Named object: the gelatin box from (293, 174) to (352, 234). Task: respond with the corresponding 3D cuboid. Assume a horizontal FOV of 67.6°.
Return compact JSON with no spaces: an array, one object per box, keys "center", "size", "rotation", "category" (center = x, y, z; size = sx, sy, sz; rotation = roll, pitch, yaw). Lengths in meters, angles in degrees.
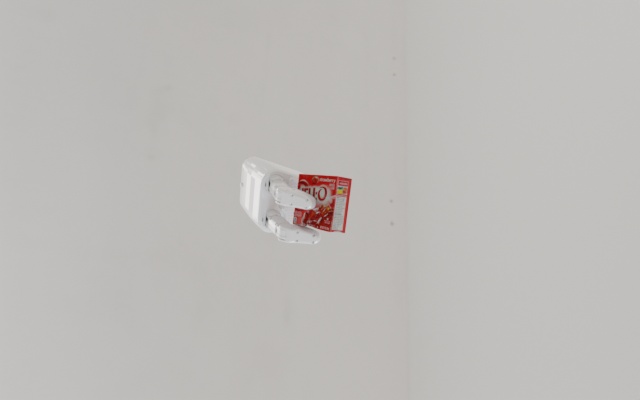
[{"center":[0.001,0.002,0.649],"size":[0.030,0.073,0.089],"rotation":[7,1,-38],"category":"gelatin box"}]
